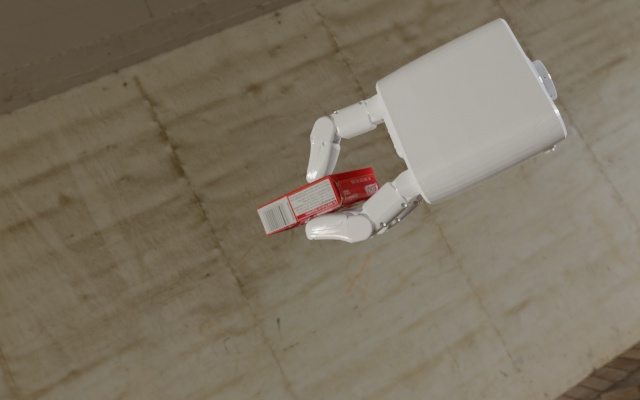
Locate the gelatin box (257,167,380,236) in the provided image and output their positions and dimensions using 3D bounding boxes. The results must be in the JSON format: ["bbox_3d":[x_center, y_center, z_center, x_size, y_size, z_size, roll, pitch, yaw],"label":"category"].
[{"bbox_3d":[0.000,0.001,0.432,0.089,0.030,0.073,-23,-6,33],"label":"gelatin box"}]
